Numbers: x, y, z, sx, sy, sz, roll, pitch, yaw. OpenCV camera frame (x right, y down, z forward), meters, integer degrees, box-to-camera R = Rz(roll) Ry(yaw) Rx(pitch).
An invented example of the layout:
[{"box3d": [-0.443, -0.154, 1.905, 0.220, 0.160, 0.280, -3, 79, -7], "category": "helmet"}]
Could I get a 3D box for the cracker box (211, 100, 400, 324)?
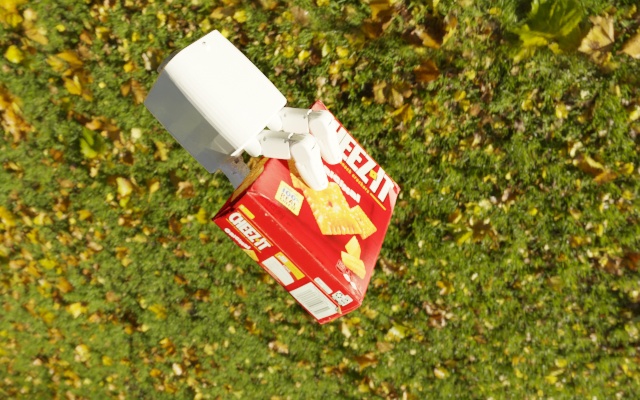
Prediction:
[{"box3d": [0.000, 0.002, 0.544, 0.072, 0.164, 0.213, -33, 18, 37], "category": "cracker box"}]
